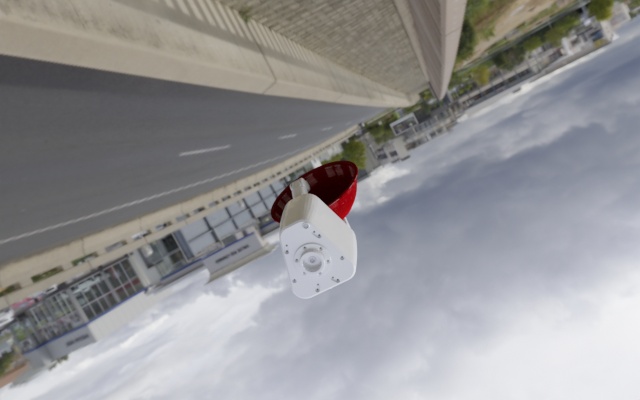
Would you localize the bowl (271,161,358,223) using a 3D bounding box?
[{"bbox_3d":[0.001,0.002,0.789,0.162,0.055,0.162,-25,27,14],"label":"bowl"}]
